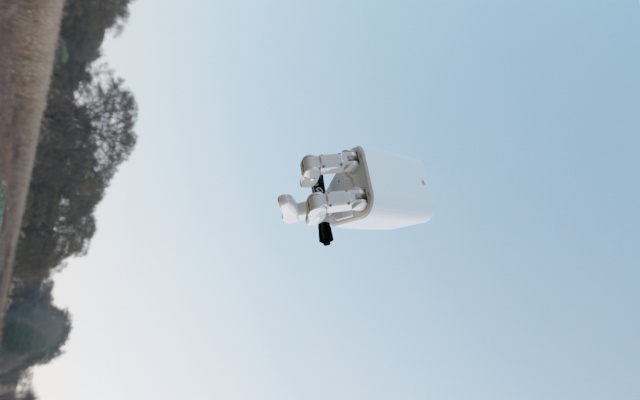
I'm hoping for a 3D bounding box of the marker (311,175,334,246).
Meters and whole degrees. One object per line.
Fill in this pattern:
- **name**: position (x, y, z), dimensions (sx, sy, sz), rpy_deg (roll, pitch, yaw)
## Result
- **marker**: position (0.000, 0.002, 0.627), dimensions (0.020, 0.121, 0.020), rpy_deg (-7, -26, -4)
